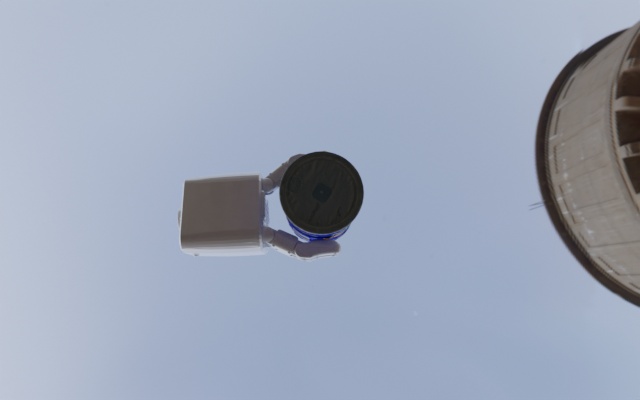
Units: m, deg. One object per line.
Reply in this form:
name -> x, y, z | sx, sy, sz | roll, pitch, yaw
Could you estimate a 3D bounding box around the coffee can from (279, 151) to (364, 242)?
coffee can -> 0.000, 0.002, 0.643 | 0.103, 0.102, 0.140 | 0, -10, -1
